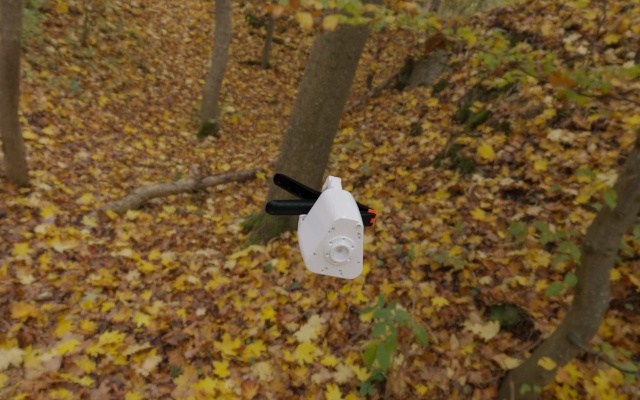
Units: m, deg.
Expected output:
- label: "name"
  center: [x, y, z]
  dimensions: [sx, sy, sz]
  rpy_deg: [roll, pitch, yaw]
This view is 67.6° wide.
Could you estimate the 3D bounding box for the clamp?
- label: "clamp"
  center: [0.001, 0.002, 0.884]
  dimensions: [0.210, 0.036, 0.164]
  rpy_deg: [12, 22, -12]
